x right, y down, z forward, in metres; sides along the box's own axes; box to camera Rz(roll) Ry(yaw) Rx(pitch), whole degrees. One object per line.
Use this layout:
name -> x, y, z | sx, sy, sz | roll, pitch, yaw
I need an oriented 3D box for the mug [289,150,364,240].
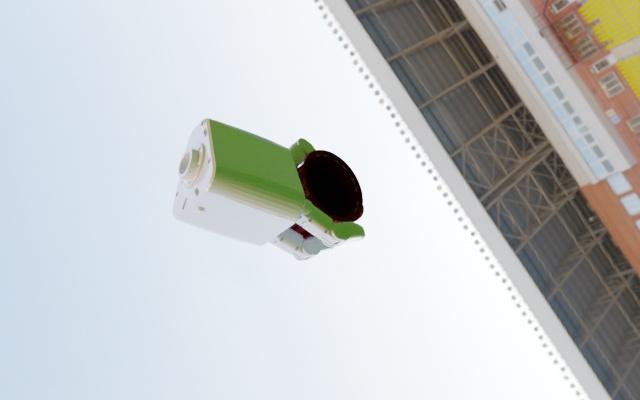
mug -> 0.001, 0.002, 0.587 | 0.117, 0.093, 0.081 | 22, -39, -34
